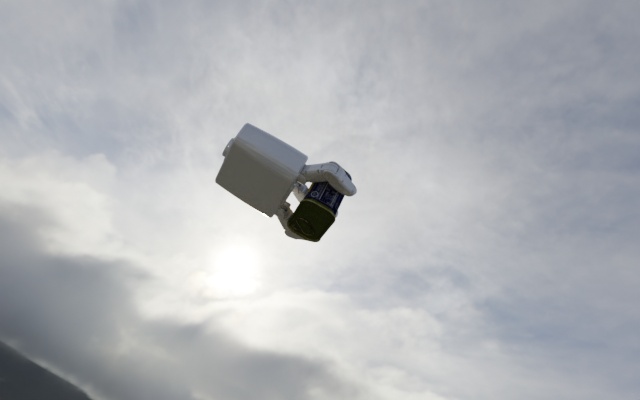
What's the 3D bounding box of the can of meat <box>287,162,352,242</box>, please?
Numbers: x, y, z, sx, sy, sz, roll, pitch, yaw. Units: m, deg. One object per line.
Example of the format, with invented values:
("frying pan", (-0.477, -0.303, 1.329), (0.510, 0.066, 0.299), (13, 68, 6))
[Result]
("can of meat", (0.000, 0.002, 0.729), (0.057, 0.084, 0.102), (30, -35, -3))
